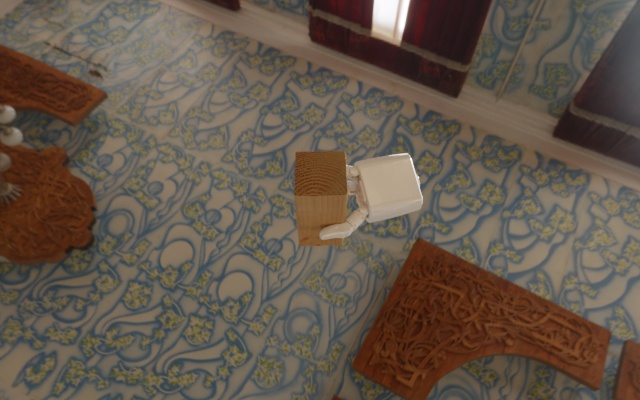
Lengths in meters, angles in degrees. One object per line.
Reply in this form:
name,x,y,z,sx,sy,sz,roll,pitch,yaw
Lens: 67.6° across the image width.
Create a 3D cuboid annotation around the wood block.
wood block,0.001,0.003,0.893,0.090,0.090,0.206,-1,-29,0
